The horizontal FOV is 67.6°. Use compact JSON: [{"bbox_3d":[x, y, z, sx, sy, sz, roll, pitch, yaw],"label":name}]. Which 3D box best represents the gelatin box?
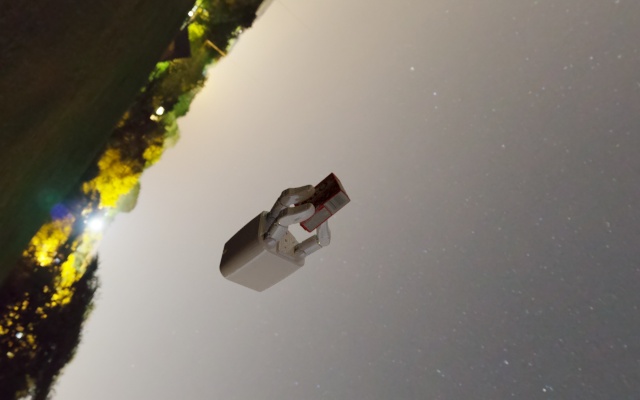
[{"bbox_3d":[0.001,0.003,0.789,0.089,0.030,0.073,-39,27,9],"label":"gelatin box"}]
